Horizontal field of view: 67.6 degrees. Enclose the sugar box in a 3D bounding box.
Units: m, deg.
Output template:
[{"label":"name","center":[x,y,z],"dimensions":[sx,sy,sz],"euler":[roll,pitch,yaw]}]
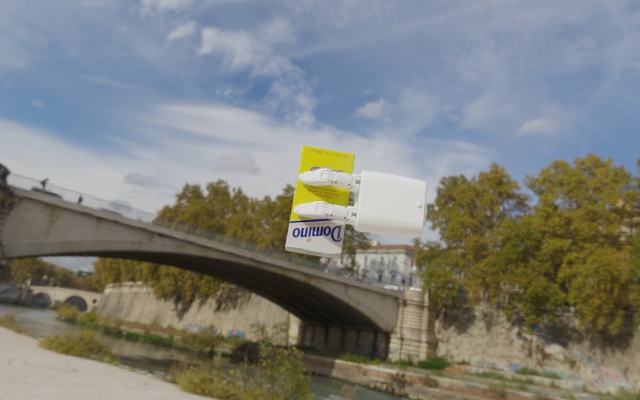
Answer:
[{"label":"sugar box","center":[0.000,0.002,0.799],"dimensions":[0.093,0.176,0.048],"euler":[9,-16,-2]}]
